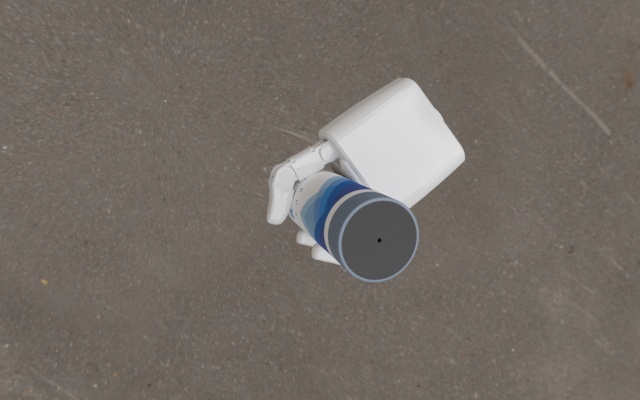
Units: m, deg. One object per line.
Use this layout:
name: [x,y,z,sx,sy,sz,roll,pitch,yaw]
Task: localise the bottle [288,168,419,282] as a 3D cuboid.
bottle: [0.000,0.002,0.494,0.069,0.069,0.295,0,11,-18]
